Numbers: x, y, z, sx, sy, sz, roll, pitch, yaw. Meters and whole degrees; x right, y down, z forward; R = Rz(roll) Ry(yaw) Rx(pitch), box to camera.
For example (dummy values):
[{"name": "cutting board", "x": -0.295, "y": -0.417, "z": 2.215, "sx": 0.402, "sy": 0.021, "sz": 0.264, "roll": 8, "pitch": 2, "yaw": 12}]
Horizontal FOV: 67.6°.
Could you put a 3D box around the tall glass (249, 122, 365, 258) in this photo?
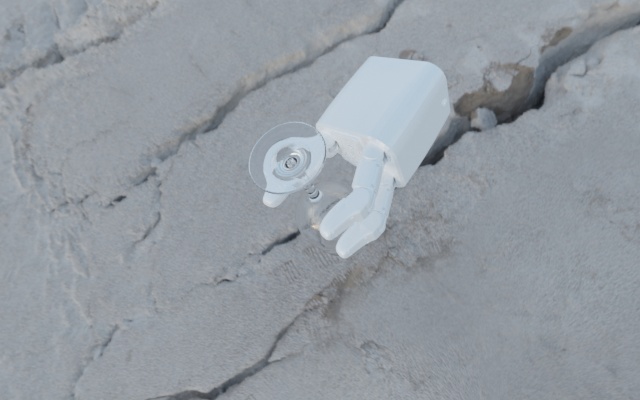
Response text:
[{"name": "tall glass", "x": 0.000, "y": 0.001, "z": 0.511, "sx": 0.079, "sy": 0.079, "sz": 0.201, "roll": 0, "pitch": -25, "yaw": 19}]
